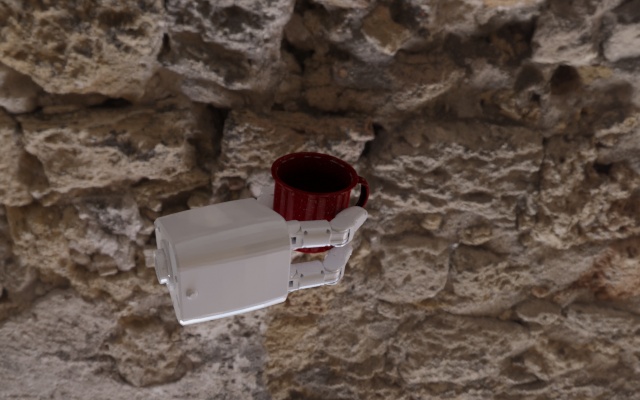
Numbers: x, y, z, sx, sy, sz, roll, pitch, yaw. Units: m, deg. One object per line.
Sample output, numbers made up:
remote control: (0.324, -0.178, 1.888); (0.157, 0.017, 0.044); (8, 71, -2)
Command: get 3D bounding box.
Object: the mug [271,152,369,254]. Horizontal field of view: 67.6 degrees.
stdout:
mug: (0.001, 0.002, 0.531); (0.117, 0.081, 0.093); (-9, 36, -25)
